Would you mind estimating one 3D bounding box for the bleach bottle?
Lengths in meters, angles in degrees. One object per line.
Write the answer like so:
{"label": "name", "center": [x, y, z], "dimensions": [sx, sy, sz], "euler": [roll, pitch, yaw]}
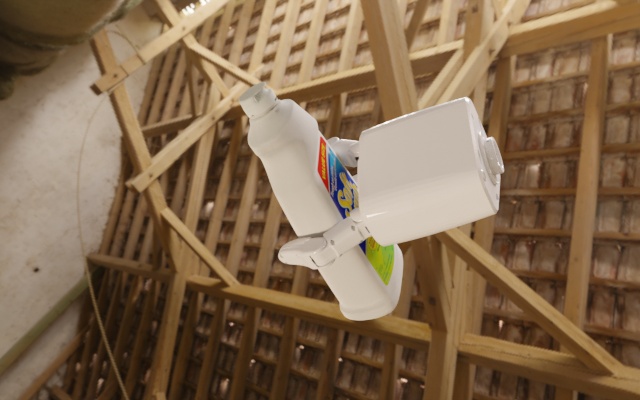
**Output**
{"label": "bleach bottle", "center": [0.000, 0.002, 0.469], "dimensions": [0.068, 0.251, 0.102], "euler": [-17, 33, 29]}
